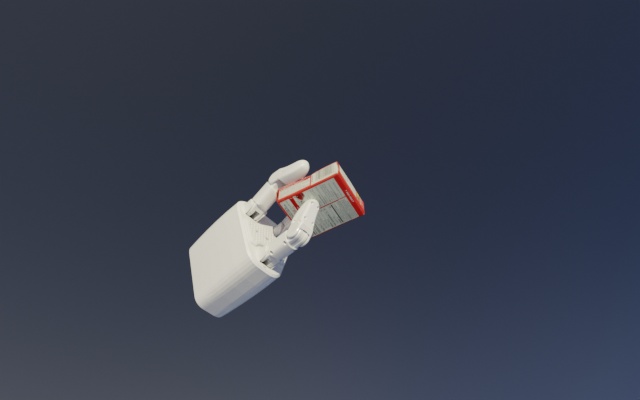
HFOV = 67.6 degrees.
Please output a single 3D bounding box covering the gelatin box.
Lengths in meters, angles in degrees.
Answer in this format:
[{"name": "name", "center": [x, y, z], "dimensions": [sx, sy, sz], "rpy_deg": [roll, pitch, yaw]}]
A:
[{"name": "gelatin box", "center": [0.000, 0.002, 0.600], "dimensions": [0.089, 0.073, 0.030], "rpy_deg": [-25, 33, 16]}]
